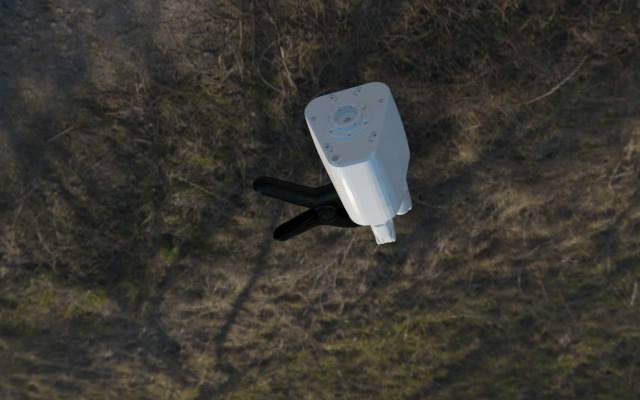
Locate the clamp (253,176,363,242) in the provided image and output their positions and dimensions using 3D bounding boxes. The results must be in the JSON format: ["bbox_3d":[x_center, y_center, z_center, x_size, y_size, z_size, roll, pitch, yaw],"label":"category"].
[{"bbox_3d":[0.000,0.003,0.605,0.171,0.039,0.120,-12,-36,13],"label":"clamp"}]
